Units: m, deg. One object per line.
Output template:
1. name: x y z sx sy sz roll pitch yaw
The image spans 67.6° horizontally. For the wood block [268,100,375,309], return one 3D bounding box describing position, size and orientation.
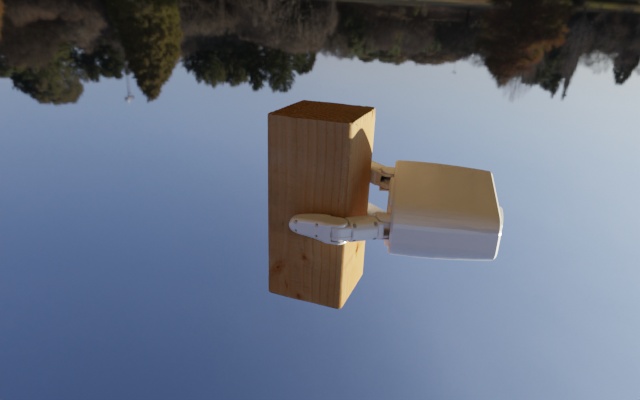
1. wood block: 0.000 0.002 0.530 0.090 0.206 0.090 10 23 19
